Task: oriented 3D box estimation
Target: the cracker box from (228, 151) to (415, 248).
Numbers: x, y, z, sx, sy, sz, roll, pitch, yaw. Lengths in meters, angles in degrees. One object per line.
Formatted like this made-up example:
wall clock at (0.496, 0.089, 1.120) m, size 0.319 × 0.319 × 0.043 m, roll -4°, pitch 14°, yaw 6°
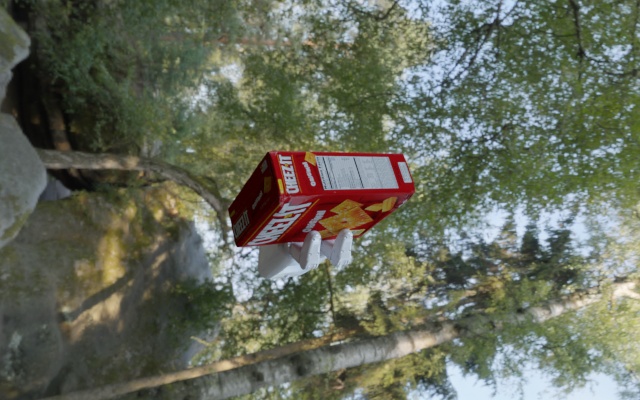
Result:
cracker box at (0.000, 0.002, 0.672) m, size 0.213 × 0.072 × 0.164 m, roll -3°, pitch -25°, yaw -31°
